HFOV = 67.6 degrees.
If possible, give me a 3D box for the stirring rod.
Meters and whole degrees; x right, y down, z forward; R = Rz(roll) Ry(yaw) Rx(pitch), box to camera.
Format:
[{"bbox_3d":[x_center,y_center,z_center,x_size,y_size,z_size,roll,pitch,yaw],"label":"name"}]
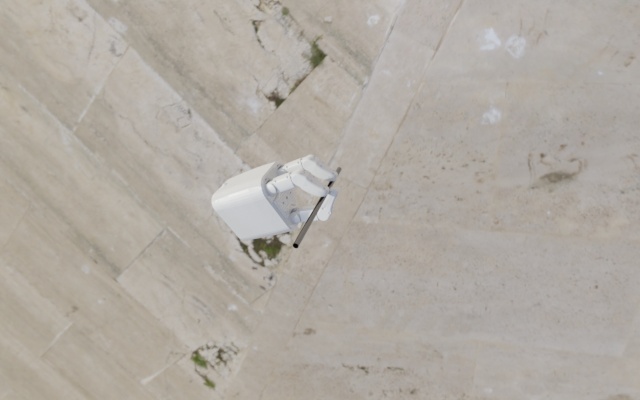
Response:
[{"bbox_3d":[0.000,0.002,0.717,0.011,0.011,0.239,0,28,18],"label":"stirring rod"}]
